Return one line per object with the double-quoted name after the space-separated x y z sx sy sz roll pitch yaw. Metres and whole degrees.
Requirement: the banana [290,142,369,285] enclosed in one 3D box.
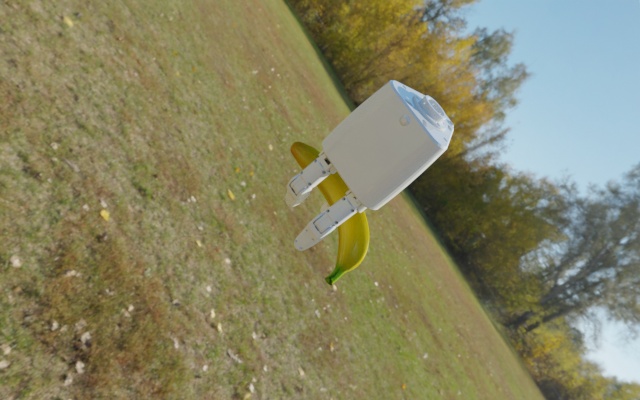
0.017 0.005 0.591 0.069 0.197 0.037 -1 -32 -28 "banana"
